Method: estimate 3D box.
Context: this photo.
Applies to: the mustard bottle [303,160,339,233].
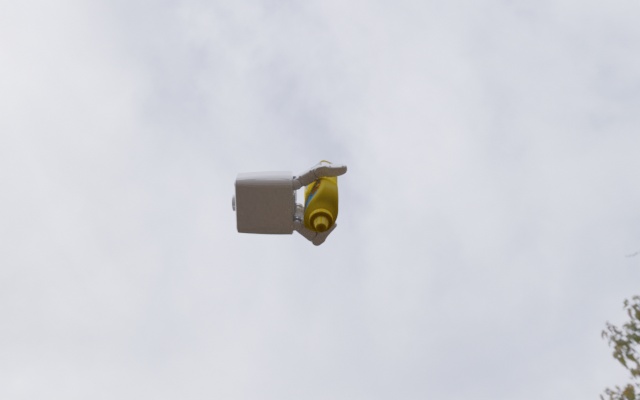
[{"bbox_3d":[0.000,0.003,0.875,0.058,0.096,0.191,23,24,-11],"label":"mustard bottle"}]
